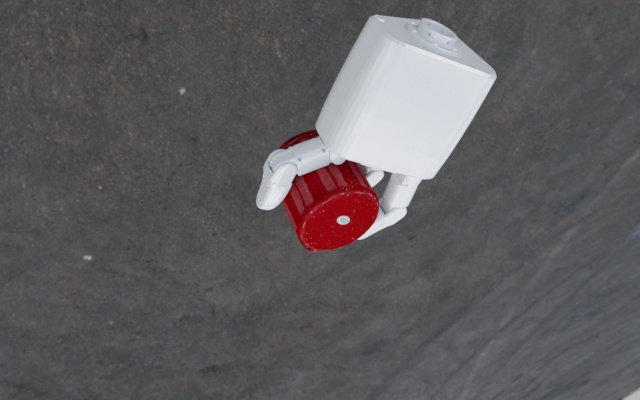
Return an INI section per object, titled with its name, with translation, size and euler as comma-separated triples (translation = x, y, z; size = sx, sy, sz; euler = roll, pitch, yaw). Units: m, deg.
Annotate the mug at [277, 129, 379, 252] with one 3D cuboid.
[mug]
translation = 0.000, 0.003, 0.463
size = 0.093, 0.117, 0.081
euler = 0, 44, -29
